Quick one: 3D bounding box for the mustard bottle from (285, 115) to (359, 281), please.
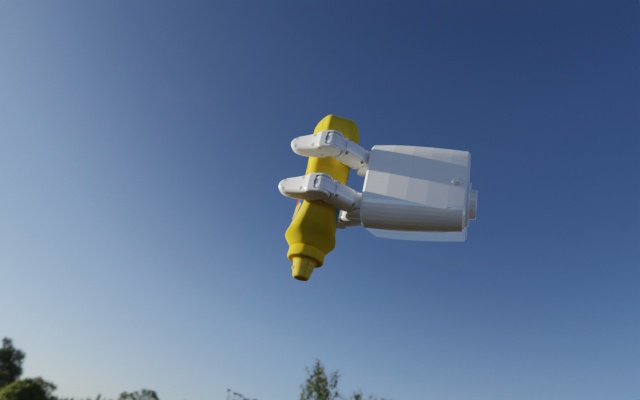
[{"bbox_3d":[0.000,0.002,0.560,0.058,0.191,0.096,15,-26,-3],"label":"mustard bottle"}]
